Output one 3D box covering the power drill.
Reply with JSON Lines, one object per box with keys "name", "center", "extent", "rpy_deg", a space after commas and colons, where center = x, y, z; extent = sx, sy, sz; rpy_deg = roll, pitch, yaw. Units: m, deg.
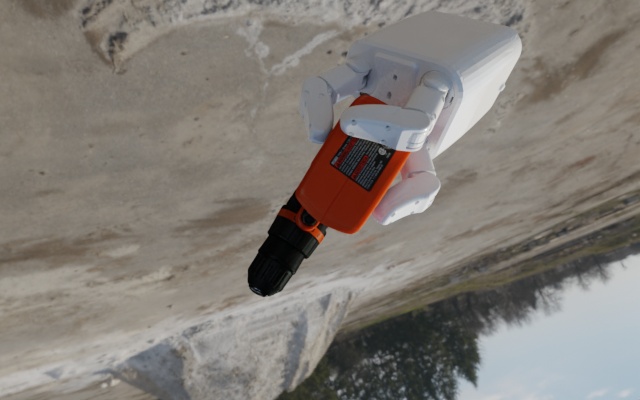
{"name": "power drill", "center": [0.000, 0.001, 0.416], "extent": [0.057, 0.184, 0.188], "rpy_deg": [33, -16, -6]}
